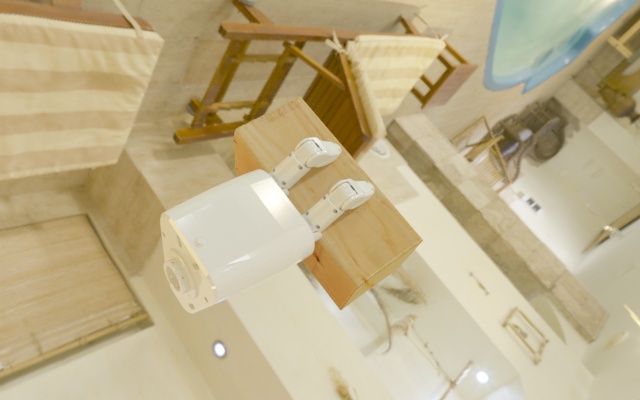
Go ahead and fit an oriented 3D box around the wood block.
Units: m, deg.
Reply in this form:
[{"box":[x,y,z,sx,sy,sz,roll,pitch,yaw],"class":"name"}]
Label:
[{"box":[0.000,0.002,0.520,0.090,0.206,0.091,-32,-18,-22],"class":"wood block"}]
